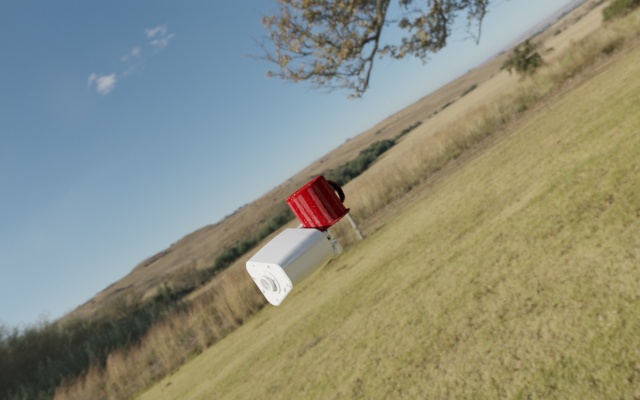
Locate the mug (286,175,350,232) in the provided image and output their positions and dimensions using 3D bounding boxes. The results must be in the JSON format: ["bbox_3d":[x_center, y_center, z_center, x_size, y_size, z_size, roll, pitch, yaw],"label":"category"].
[{"bbox_3d":[0.001,0.002,0.867,0.117,0.081,0.093,-38,5,-37],"label":"mug"}]
